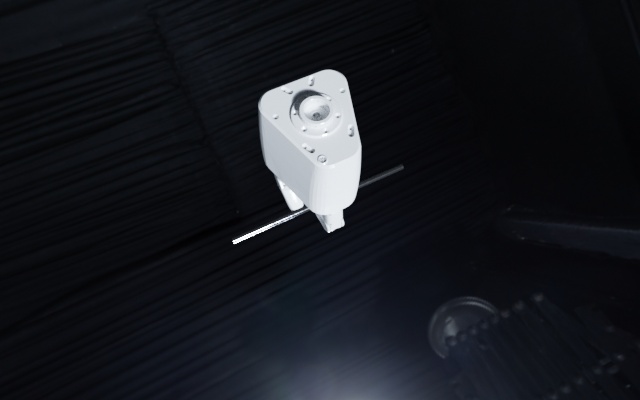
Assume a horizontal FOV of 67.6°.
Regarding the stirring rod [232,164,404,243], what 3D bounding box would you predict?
[{"bbox_3d":[0.000,0.002,0.610,0.239,0.011,0.011,-24,5,-11],"label":"stirring rod"}]
